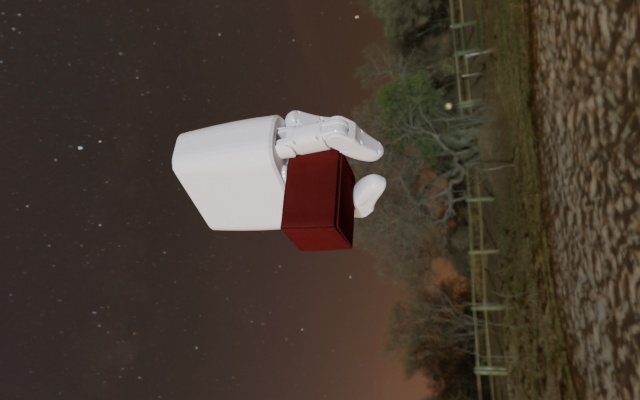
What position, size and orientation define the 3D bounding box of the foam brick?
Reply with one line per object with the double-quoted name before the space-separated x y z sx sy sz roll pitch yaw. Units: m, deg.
"foam brick" 0.000 0.002 0.432 0.051 0.078 0.053 -5 -30 17
